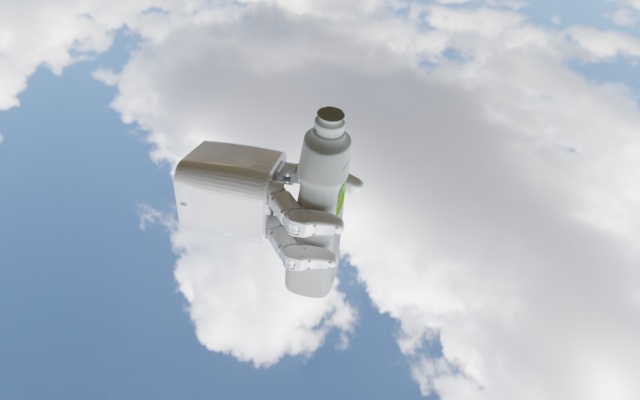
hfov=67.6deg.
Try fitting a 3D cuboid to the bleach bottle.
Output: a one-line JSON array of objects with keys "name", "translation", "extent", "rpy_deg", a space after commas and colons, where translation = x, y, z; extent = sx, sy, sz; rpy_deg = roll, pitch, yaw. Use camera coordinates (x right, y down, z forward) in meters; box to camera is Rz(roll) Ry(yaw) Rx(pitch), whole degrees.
[{"name": "bleach bottle", "translation": [0.000, 0.002, 0.559], "extent": [0.068, 0.251, 0.102], "rpy_deg": [11, 42, 4]}]
